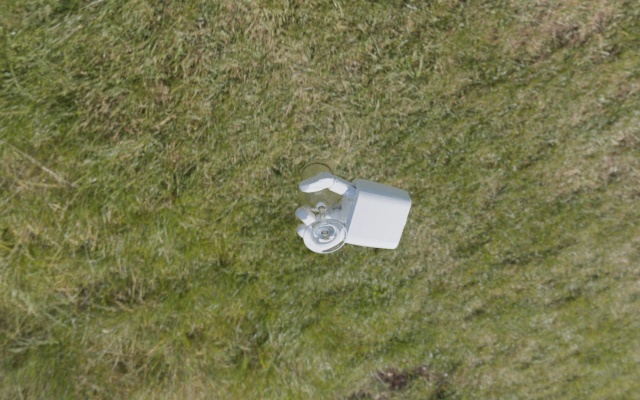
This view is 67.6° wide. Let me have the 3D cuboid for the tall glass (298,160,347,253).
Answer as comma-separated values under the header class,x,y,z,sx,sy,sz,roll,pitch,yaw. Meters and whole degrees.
class,x,y,z,sx,sy,sz,roll,pitch,yaw
tall glass,0.000,0.003,0.874,0.079,0.079,0.201,0,35,-6
